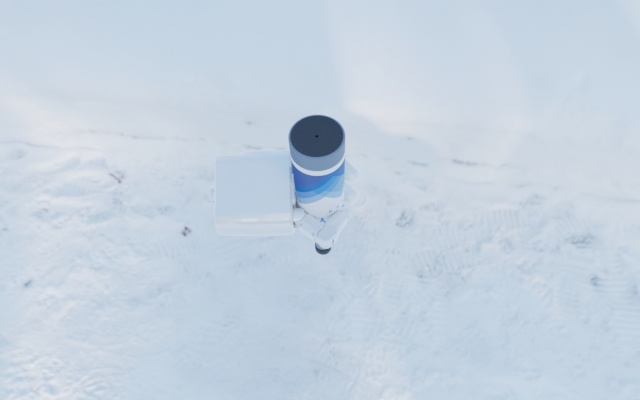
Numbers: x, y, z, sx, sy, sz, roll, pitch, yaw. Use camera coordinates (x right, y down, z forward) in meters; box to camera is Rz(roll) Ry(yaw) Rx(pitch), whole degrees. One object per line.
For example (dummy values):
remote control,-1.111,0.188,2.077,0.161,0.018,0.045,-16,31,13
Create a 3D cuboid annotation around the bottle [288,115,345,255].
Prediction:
bottle,0.000,0.002,0.677,0.069,0.069,0.296,0,-32,2
